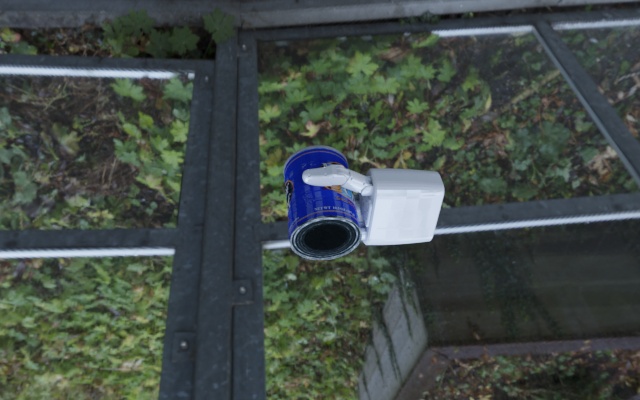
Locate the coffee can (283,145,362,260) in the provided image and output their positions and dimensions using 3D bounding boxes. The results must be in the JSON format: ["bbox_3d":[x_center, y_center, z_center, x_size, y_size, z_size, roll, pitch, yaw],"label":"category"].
[{"bbox_3d":[0.000,0.002,0.711,0.103,0.140,0.103,-5,-40,-4],"label":"coffee can"}]
